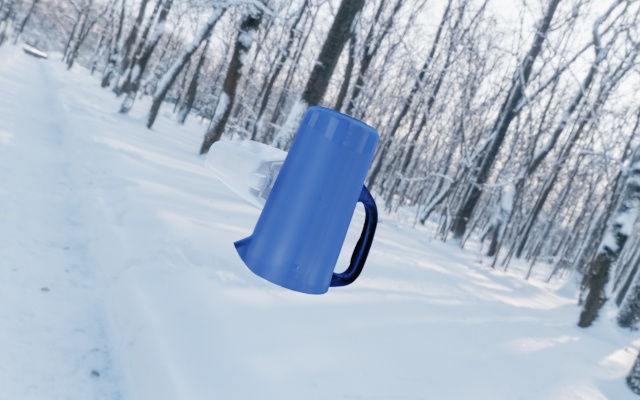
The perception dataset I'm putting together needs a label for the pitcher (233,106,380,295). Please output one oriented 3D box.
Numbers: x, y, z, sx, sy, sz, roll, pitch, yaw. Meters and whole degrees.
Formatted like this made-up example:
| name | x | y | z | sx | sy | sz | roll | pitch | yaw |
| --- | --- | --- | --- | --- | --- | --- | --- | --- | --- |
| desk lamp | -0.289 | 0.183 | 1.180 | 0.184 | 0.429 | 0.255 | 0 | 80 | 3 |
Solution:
| name | x | y | z | sx | sy | sz | roll | pitch | yaw |
| --- | --- | --- | --- | --- | --- | --- | --- | --- | --- |
| pitcher | 0.000 | 0.002 | 0.671 | 0.145 | 0.243 | 0.149 | 25 | 6 | 30 |
